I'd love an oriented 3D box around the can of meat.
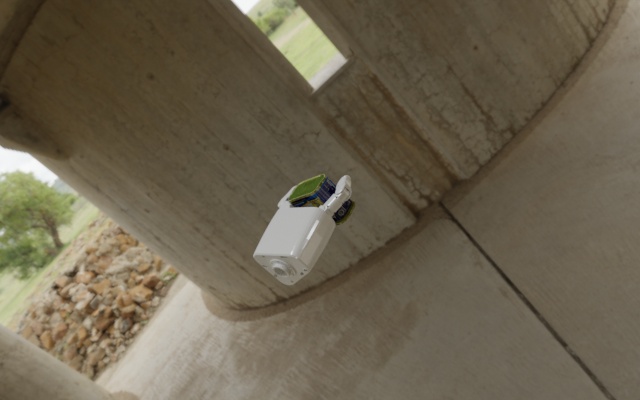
[{"bbox_3d":[0.000,0.003,0.891,0.084,0.057,0.102,44,-34,-21],"label":"can of meat"}]
